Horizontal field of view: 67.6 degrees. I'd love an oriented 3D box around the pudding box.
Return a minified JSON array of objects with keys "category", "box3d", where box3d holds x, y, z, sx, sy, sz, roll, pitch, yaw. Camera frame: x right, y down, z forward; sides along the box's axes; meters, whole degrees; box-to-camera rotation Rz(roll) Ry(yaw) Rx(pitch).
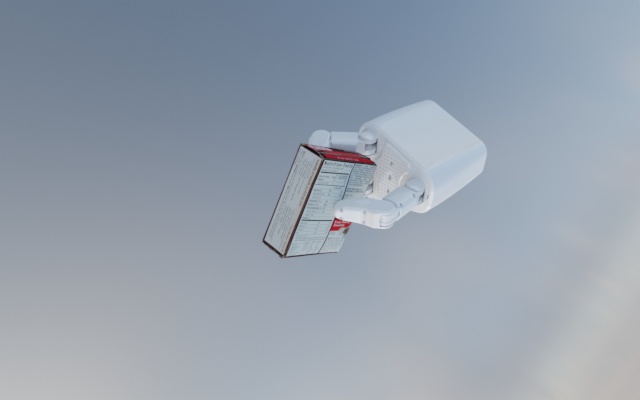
[{"category":"pudding box","box3d":[0.000,0.002,0.489,0.039,0.113,0.090,34,20,37]}]
